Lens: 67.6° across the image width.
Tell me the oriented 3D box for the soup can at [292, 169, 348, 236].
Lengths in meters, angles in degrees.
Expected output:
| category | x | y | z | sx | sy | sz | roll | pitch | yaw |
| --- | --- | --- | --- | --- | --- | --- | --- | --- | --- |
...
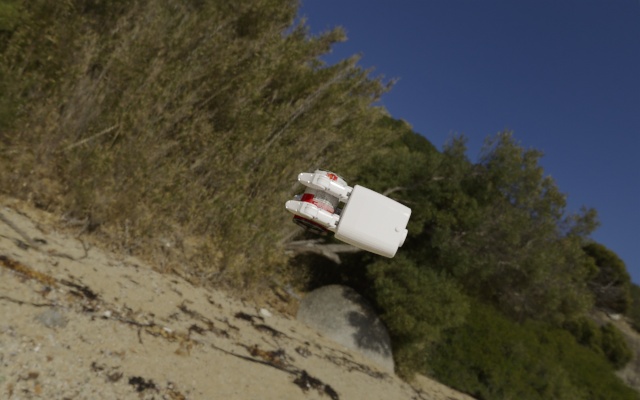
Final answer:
| category | x | y | z | sx | sy | sz | roll | pitch | yaw |
| --- | --- | --- | --- | --- | --- | --- | --- | --- | --- |
| soup can | 0.000 | 0.002 | 0.857 | 0.068 | 0.102 | 0.068 | 22 | -13 | 5 |
